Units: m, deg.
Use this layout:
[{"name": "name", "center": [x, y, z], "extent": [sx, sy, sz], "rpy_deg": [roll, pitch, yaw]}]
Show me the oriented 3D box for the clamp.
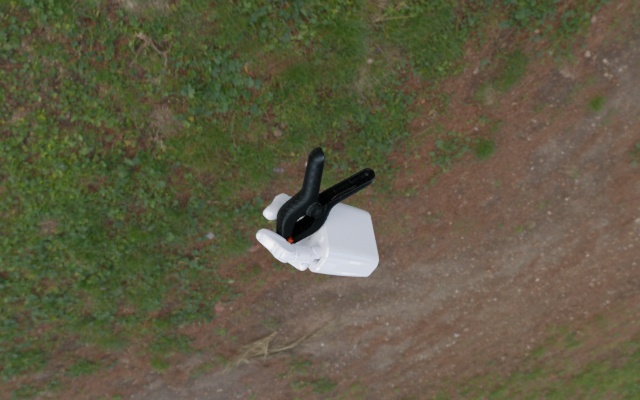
[{"name": "clamp", "center": [0.000, 0.003, 0.685], "extent": [0.120, 0.171, 0.039], "rpy_deg": [13, 38, -33]}]
